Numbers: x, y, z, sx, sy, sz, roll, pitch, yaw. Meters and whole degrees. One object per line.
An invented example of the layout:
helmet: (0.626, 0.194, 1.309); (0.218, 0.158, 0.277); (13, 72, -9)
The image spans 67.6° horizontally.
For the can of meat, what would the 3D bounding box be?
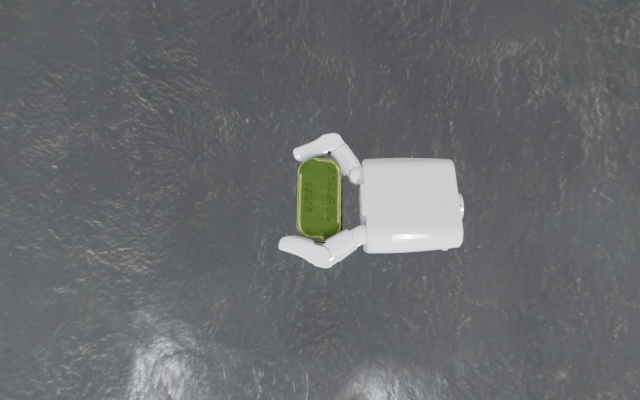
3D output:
can of meat: (0.000, 0.002, 0.587); (0.057, 0.102, 0.084); (1, -6, 2)
